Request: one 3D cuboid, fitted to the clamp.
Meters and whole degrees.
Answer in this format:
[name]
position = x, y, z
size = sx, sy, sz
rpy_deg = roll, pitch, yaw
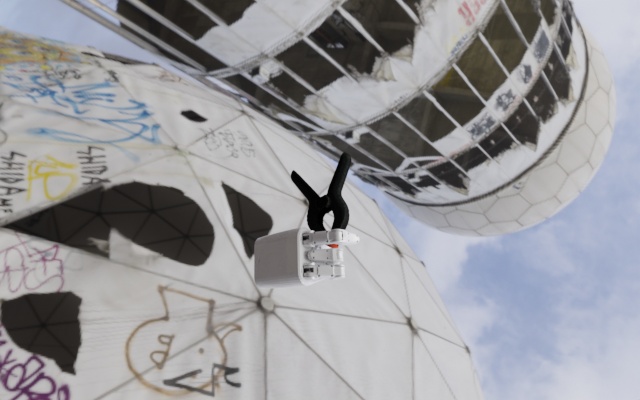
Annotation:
[clamp]
position = 0.001, 0.003, 0.851
size = 0.120, 0.171, 0.039
rpy_deg = -11, -23, 31
